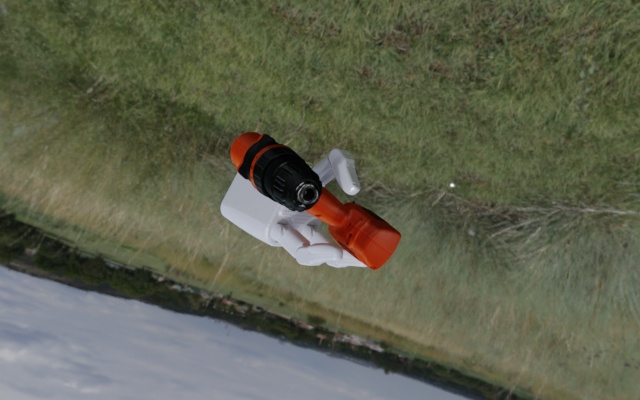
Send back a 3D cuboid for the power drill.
[{"bbox_3d":[0.000,0.002,0.506,0.188,0.057,0.184,38,1,-31],"label":"power drill"}]
